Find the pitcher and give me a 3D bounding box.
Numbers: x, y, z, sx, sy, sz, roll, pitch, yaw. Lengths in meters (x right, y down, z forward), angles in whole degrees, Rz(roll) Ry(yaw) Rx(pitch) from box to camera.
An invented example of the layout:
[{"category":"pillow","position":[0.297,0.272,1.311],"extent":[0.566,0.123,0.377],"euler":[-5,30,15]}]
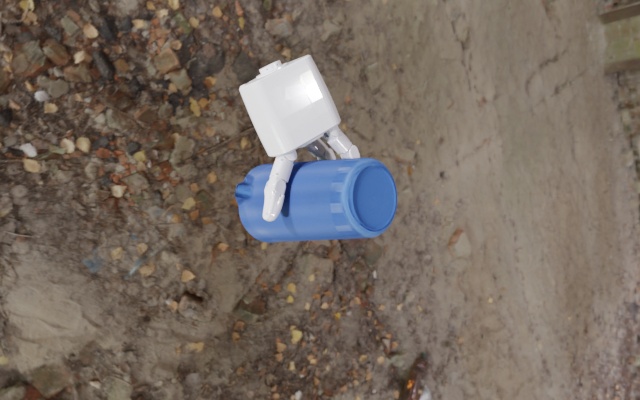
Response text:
[{"category":"pitcher","position":[0.000,0.002,0.727],"extent":[0.243,0.145,0.149],"euler":[-3,27,48]}]
